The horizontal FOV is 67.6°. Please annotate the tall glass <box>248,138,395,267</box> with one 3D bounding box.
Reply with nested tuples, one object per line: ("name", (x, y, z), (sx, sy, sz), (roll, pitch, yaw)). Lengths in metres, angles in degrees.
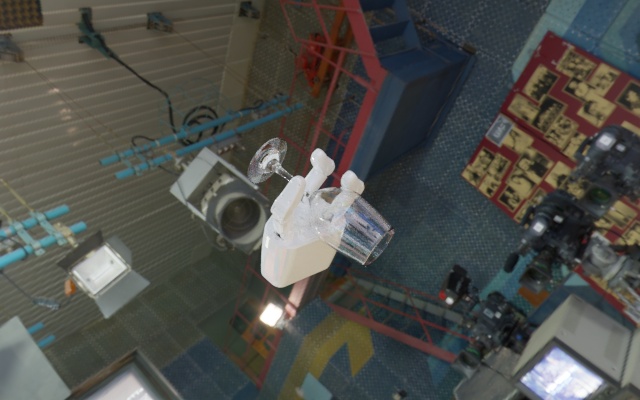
("tall glass", (0.000, 0.002, 0.627), (0.201, 0.079, 0.079), (38, 15, 20))
